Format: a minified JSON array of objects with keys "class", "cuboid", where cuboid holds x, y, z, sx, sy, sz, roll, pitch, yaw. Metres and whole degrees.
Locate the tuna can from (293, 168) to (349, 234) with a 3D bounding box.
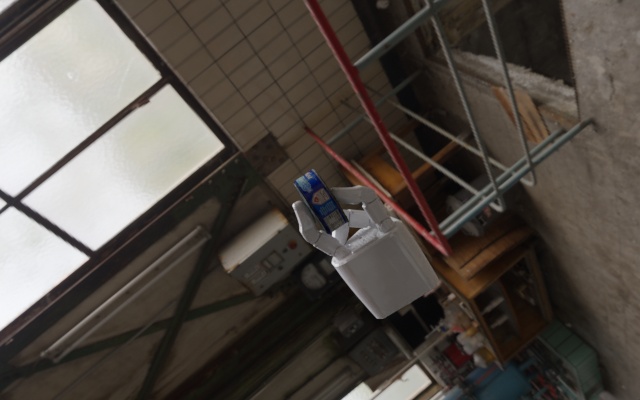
[{"class":"tuna can","cuboid":[0.000,0.002,0.634,0.034,0.086,0.086,-34,2,-3]}]
